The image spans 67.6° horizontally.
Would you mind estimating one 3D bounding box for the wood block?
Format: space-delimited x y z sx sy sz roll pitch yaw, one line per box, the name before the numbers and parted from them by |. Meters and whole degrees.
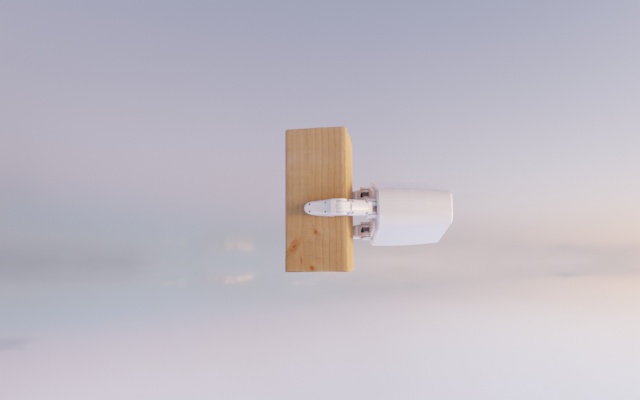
wood block | 0.000 0.002 0.716 0.090 0.206 0.091 -2 -7 10
